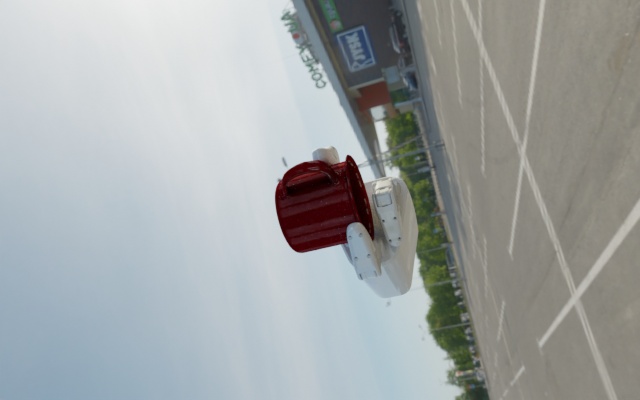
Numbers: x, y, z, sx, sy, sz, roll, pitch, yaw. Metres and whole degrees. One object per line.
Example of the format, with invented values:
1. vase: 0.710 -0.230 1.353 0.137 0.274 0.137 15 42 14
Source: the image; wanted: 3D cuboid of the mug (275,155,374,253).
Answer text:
1. mug: -0.001 0.001 0.487 0.081 0.093 0.117 -15 -35 14
